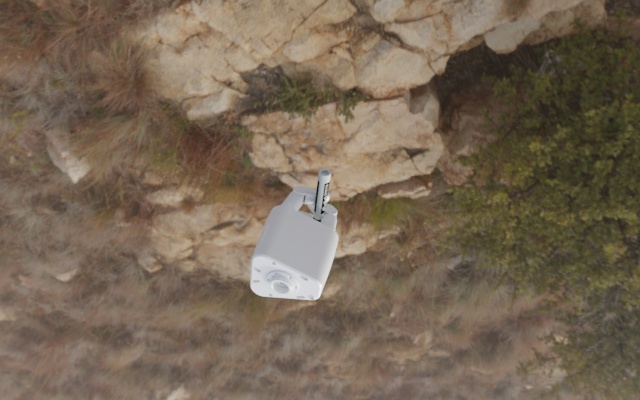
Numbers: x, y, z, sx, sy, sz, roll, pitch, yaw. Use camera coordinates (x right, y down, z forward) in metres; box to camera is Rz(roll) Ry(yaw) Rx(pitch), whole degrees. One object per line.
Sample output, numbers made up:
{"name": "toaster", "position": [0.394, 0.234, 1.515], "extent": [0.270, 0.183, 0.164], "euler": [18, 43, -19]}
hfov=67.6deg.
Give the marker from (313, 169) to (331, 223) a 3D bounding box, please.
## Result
{"name": "marker", "position": [0.000, 0.002, 0.755], "extent": [0.020, 0.121, 0.020], "euler": [5, 41, -4]}
